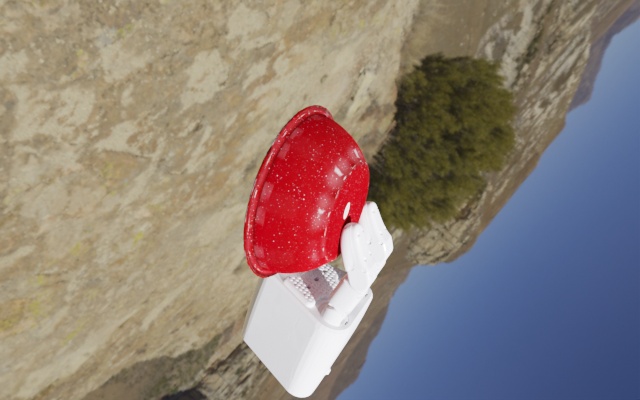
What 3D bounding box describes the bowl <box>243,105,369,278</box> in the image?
[{"bbox_3d":[0.001,0.000,0.420,0.055,0.162,0.162,20,7,20],"label":"bowl"}]
